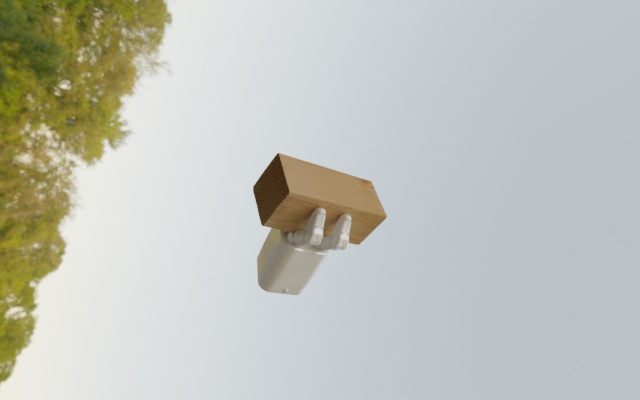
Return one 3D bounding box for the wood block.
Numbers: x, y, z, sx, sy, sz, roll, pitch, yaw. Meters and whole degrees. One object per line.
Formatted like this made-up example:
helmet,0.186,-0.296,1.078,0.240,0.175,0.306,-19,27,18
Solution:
wood block,0.000,0.003,0.824,0.206,0.090,0.090,14,-49,-35
